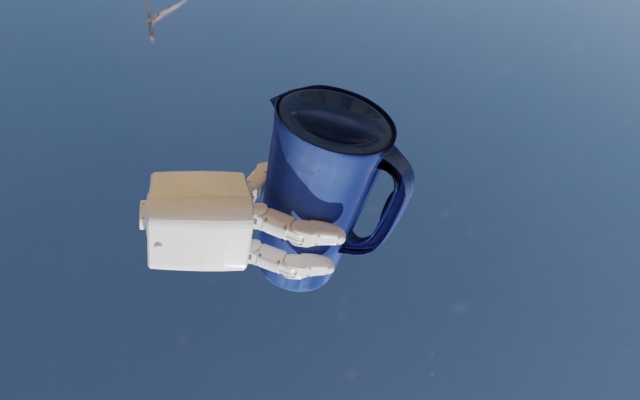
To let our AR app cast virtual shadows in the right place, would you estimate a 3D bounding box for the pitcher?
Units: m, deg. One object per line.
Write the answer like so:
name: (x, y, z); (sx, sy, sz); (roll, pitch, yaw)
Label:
pitcher: (0.000, 0.002, 0.570); (0.145, 0.243, 0.149); (2, 41, -17)
